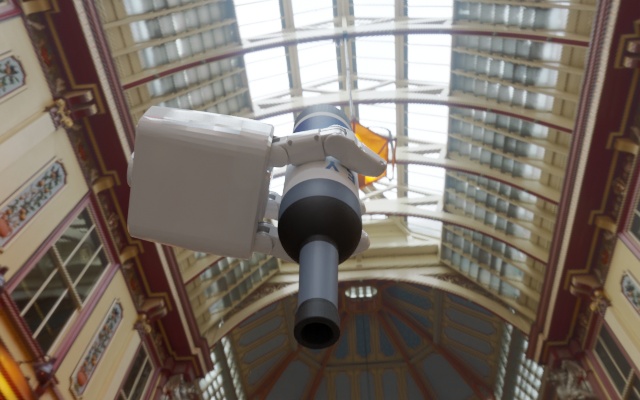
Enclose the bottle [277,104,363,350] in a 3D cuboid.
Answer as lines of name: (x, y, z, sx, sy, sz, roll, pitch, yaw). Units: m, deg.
bottle: (0.000, 0.001, 0.403, 0.069, 0.069, 0.295, 0, 31, 1)
